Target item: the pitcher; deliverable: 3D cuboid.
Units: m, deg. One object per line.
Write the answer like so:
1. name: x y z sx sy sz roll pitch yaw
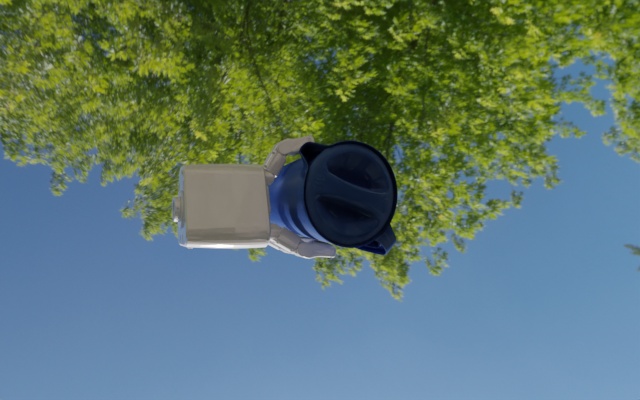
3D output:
1. pitcher: 0.000 0.002 0.695 0.145 0.149 0.243 -1 -1 -23
